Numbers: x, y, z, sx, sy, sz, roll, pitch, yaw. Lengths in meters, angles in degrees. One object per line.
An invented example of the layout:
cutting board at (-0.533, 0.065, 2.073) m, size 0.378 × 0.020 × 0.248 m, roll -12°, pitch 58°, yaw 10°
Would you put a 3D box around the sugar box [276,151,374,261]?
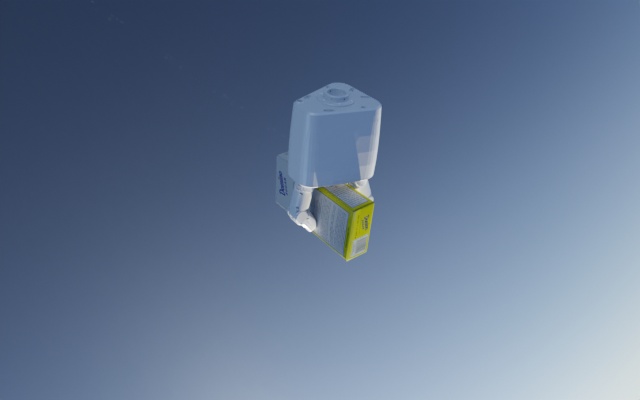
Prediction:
sugar box at (0.001, 0.002, 0.709) m, size 0.048 × 0.093 × 0.176 m, roll -21°, pitch 43°, yaw -32°
